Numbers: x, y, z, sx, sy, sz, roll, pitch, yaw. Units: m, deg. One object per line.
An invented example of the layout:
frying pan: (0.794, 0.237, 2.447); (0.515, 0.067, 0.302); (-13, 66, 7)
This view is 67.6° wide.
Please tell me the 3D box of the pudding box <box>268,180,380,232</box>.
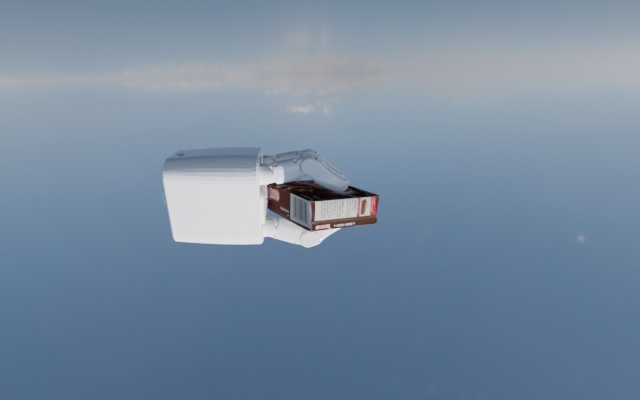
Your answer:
pudding box: (0.000, 0.002, 0.562); (0.090, 0.039, 0.113); (-6, 17, -30)
